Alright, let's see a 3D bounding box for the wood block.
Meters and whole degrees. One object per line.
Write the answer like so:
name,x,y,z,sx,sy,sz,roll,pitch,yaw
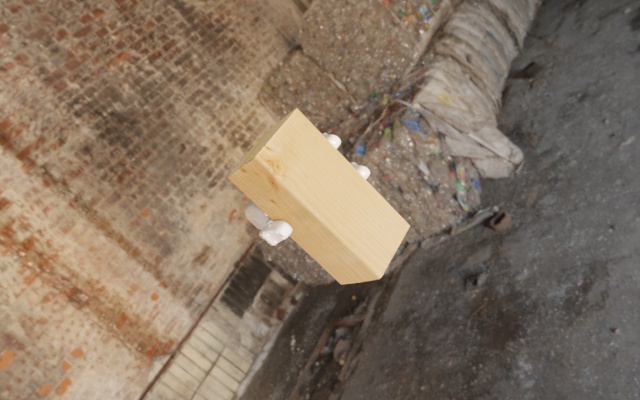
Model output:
wood block,0.000,0.002,0.593,0.206,0.090,0.090,44,-31,-15
